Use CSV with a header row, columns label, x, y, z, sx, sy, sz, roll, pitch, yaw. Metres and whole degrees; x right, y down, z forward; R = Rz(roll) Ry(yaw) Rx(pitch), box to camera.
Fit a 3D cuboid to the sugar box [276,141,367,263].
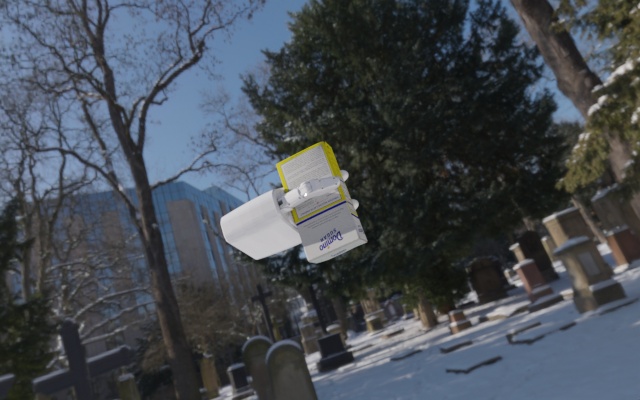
label,x,y,z,sx,sy,sz,roll,pitch,yaw
sugar box,0.000,0.003,0.764,0.093,0.176,0.048,-25,-19,16
